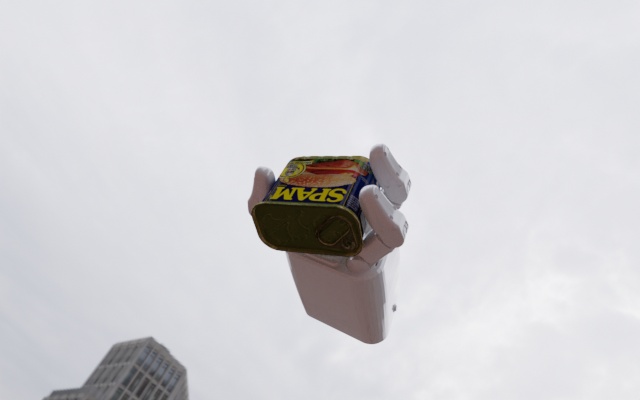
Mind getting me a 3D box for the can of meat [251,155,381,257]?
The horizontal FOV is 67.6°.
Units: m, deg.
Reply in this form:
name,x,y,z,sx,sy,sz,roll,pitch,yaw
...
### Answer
name,x,y,z,sx,sy,sz,roll,pitch,yaw
can of meat,0.000,0.001,0.449,0.102,0.057,0.084,3,38,22
